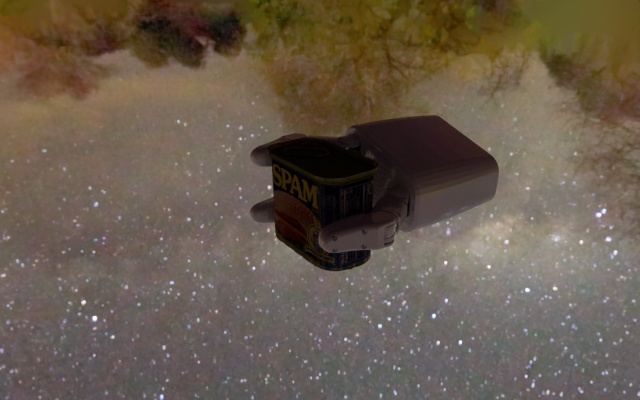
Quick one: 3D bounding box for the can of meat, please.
[{"bbox_3d":[0.000,0.002,0.404,0.057,0.084,0.102,-17,29,-32],"label":"can of meat"}]
